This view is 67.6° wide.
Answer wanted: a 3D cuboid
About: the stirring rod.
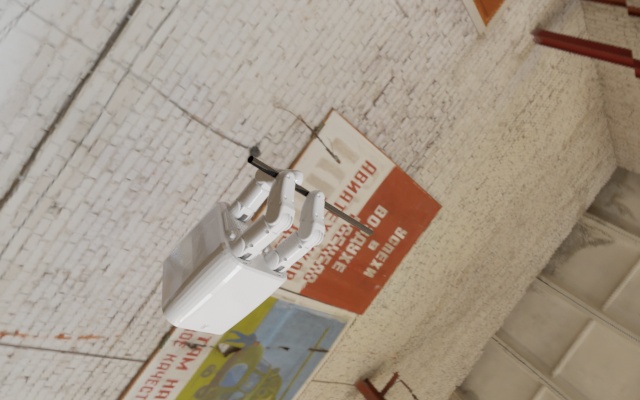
[{"bbox_3d":[0.000,0.002,0.550,0.011,0.011,0.240,0,-20,37],"label":"stirring rod"}]
